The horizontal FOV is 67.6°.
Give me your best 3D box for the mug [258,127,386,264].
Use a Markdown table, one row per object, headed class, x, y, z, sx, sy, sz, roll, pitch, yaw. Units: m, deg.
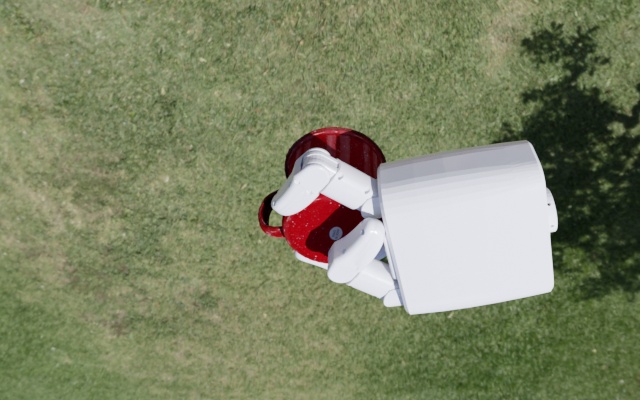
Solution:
| class | x | y | z | sx | sy | sz | roll | pitch | yaw |
| --- | --- | --- | --- | --- | --- | --- | --- | --- | --- |
| mug | -0.001 | 0.002 | 0.408 | 0.117 | 0.093 | 0.081 | -12 | 40 | 15 |
